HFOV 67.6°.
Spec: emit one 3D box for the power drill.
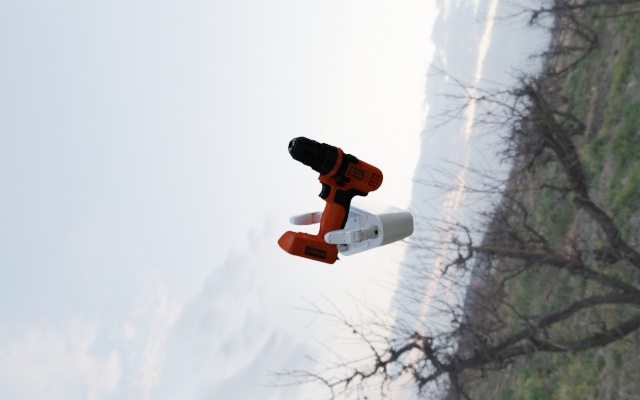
[{"bbox_3d":[0.000,0.003,0.780,0.184,0.187,0.057,20,9,-31],"label":"power drill"}]
